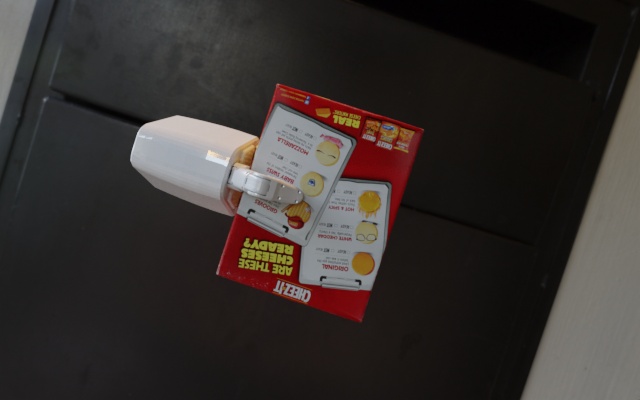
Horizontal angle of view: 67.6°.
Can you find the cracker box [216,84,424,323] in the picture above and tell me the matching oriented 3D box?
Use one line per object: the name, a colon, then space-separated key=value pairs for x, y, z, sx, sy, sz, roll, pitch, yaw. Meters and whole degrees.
cracker box: x=0.000 y=0.002 z=0.528 sx=0.164 sy=0.213 sz=0.072 roll=18 pitch=2 yaw=4
